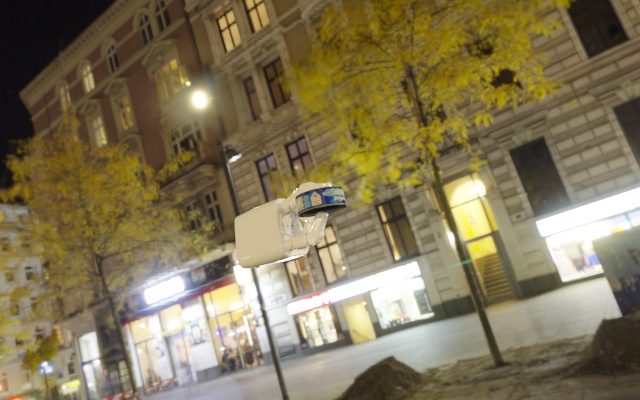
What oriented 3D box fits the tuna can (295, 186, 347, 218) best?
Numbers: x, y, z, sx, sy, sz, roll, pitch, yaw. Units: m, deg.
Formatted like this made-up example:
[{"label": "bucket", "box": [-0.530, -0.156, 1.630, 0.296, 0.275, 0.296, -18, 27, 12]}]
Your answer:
[{"label": "tuna can", "box": [0.000, 0.002, 0.819, 0.086, 0.033, 0.086, -12, -10, -2]}]
